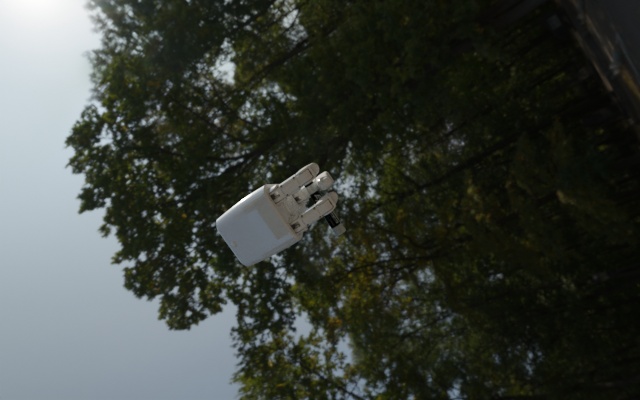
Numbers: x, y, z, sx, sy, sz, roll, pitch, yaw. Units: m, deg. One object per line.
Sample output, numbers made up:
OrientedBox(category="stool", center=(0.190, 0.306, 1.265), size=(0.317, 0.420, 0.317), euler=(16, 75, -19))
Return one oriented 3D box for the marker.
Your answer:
OrientedBox(category="marker", center=(0.000, 0.002, 0.758), size=(0.020, 0.121, 0.020), euler=(-33, 7, 4))
